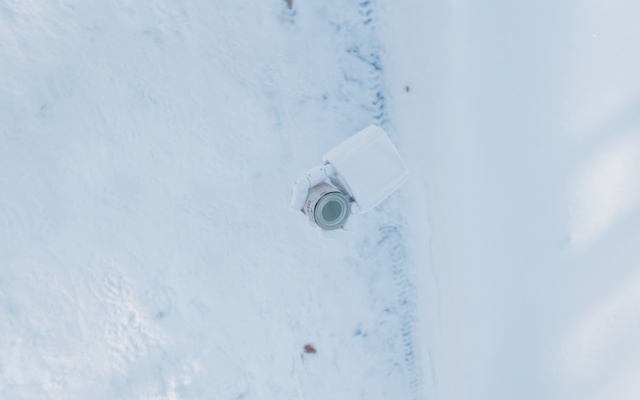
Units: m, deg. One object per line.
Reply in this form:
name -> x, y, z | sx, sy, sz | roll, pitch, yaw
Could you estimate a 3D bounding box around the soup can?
soup can -> 0.000, 0.003, 0.808 | 0.068, 0.068, 0.102 | 0, 18, -25
